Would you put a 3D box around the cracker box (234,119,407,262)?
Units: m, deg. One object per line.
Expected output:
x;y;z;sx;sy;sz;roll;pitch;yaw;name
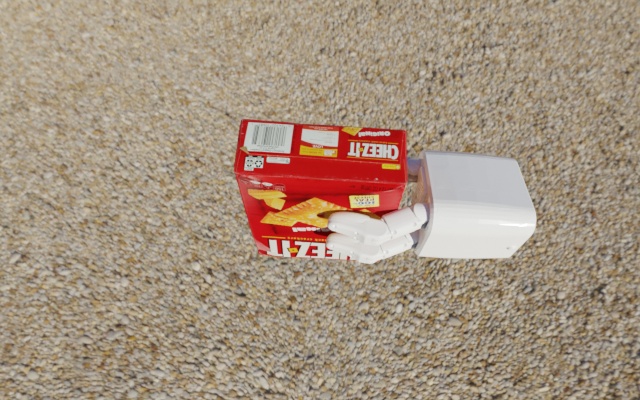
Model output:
0.000;0.002;0.542;0.164;0.072;0.214;4;-28;1;cracker box
